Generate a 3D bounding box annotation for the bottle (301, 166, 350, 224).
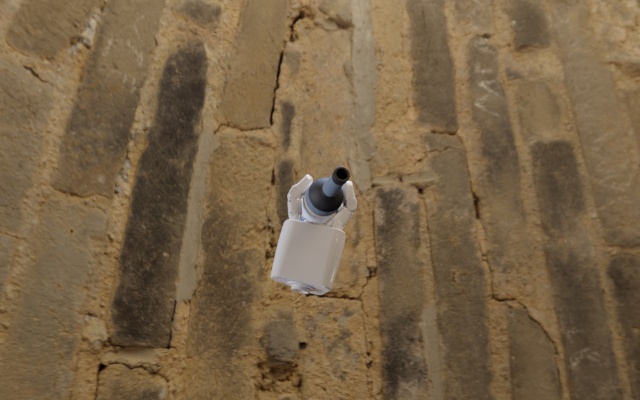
[{"bbox_3d":[0.000,0.003,0.893,0.069,0.069,0.296,0,-18,-14],"label":"bottle"}]
